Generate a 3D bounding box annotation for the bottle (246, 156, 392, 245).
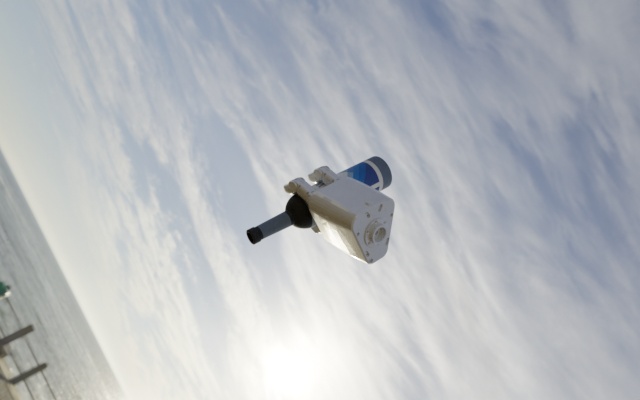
[{"bbox_3d":[0.000,0.003,0.854,0.295,0.069,0.069,-27,13,-29],"label":"bottle"}]
